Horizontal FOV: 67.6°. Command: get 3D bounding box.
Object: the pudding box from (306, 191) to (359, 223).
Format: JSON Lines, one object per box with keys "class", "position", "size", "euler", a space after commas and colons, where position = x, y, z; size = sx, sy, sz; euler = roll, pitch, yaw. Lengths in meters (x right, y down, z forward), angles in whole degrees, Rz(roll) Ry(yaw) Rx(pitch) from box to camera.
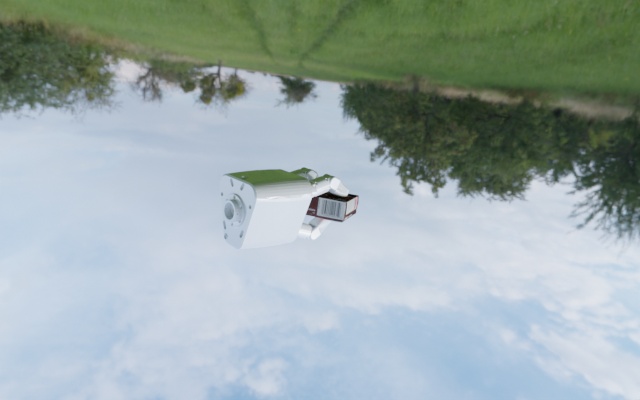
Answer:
{"class": "pudding box", "position": [0.000, 0.003, 0.814], "size": [0.113, 0.039, 0.090], "euler": [13, 12, 15]}
